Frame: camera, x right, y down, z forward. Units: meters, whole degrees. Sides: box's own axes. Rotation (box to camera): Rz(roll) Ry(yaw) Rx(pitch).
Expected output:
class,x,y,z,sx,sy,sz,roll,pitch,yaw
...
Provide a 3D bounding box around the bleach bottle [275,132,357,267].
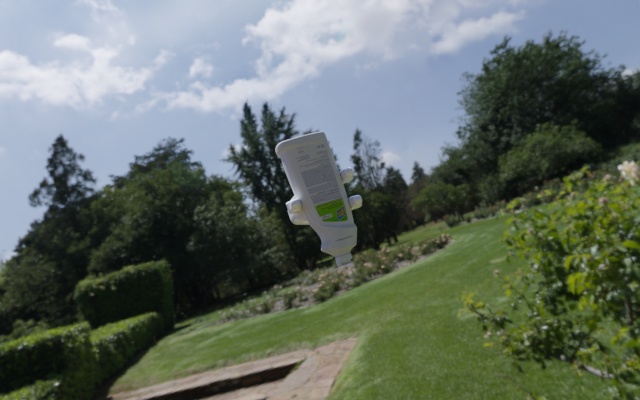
class,x,y,z,sx,sy,sz,roll,pitch,yaw
bleach bottle,0.000,0.003,0.898,0.102,0.251,0.068,-17,-6,-12
